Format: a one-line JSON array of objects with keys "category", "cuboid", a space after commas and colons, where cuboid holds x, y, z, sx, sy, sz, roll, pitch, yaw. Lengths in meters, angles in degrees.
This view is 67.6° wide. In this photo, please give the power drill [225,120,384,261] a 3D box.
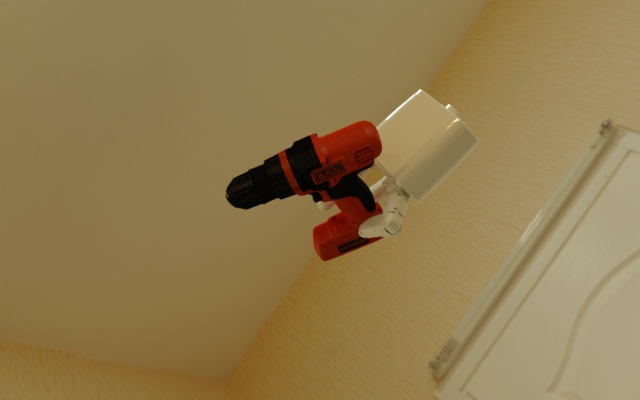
[{"category": "power drill", "cuboid": [0.000, 0.002, 0.585, 0.184, 0.057, 0.188, -22, -38, 5]}]
